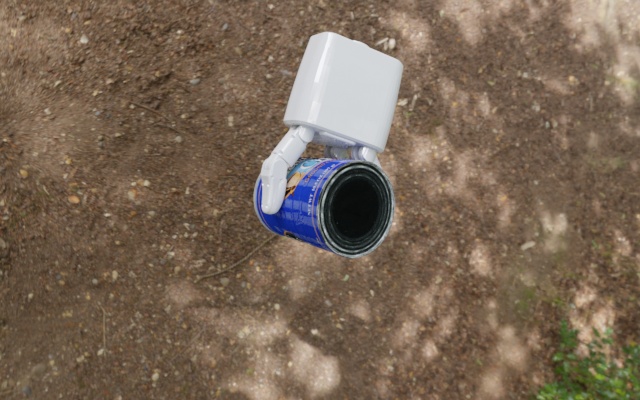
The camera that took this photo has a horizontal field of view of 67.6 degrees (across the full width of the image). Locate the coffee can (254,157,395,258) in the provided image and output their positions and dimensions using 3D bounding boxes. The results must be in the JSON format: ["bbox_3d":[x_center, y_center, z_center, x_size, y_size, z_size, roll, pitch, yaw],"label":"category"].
[{"bbox_3d":[0.000,0.002,0.548,0.103,0.103,0.140,0,6,-35],"label":"coffee can"}]
